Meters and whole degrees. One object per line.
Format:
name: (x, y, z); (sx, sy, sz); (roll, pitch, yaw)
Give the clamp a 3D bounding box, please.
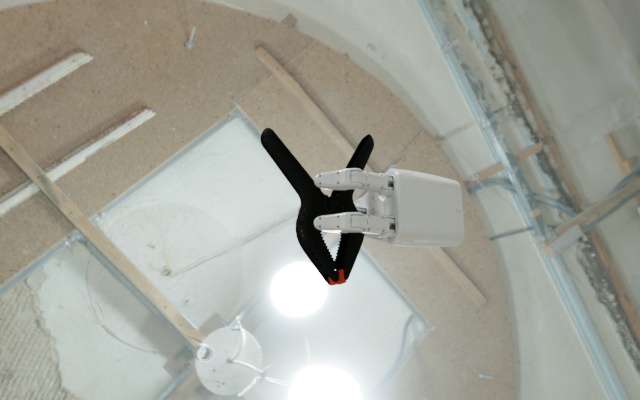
clamp: (0.000, 0.003, 0.614); (0.164, 0.210, 0.036); (6, -16, -25)
